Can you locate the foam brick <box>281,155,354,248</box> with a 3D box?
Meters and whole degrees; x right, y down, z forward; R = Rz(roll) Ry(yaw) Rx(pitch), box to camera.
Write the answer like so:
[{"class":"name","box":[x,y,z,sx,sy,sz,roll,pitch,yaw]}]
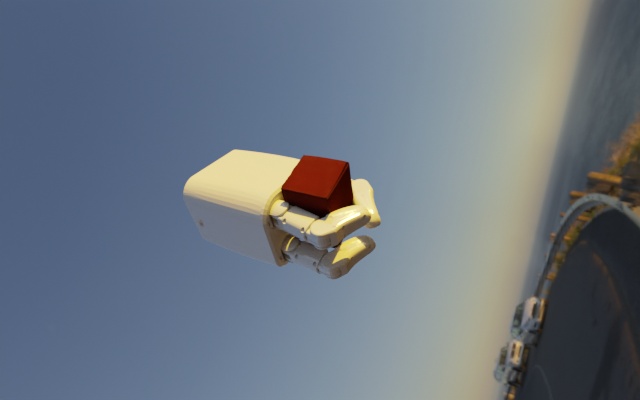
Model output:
[{"class":"foam brick","box":[0.000,0.001,0.481,0.051,0.078,0.053,14,50,23]}]
